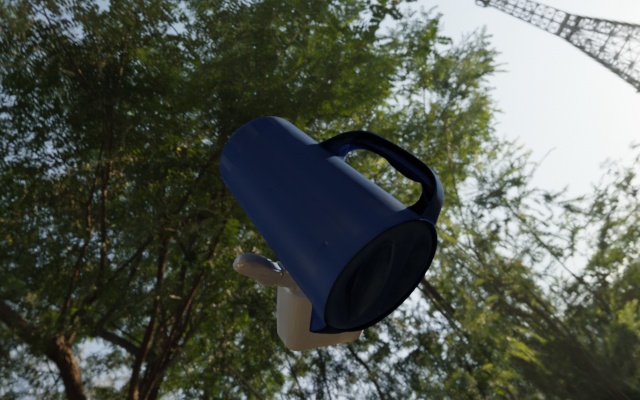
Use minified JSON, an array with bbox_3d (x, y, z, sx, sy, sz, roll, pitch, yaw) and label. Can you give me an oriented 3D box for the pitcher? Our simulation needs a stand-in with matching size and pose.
[{"bbox_3d":[0.000,0.002,0.500,0.149,0.145,0.242,-21,46,-29],"label":"pitcher"}]
